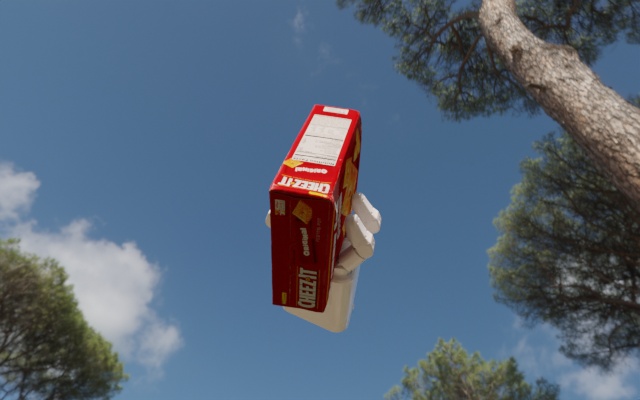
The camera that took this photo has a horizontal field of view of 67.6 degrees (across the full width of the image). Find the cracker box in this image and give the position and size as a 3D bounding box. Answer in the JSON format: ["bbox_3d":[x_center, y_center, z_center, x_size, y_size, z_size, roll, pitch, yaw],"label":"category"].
[{"bbox_3d":[0.000,0.002,0.588,0.072,0.164,0.213,8,35,8],"label":"cracker box"}]
